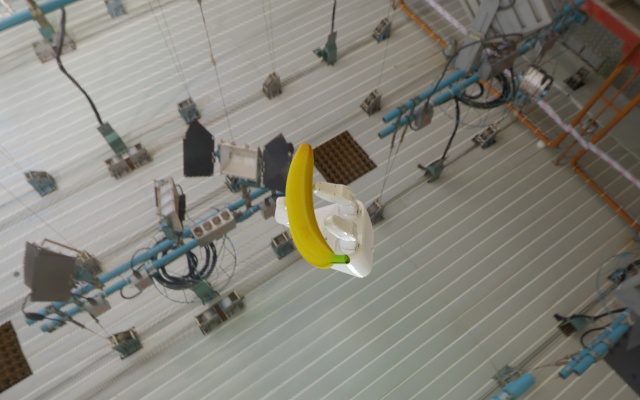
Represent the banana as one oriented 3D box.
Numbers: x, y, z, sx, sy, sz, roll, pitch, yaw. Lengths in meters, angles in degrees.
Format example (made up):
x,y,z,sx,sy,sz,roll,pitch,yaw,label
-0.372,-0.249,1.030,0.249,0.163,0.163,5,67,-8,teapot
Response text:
x,y,z,sx,sy,sz,roll,pitch,yaw,label
-0.014,0.014,0.625,0.069,0.197,0.037,-32,-35,18,banana
